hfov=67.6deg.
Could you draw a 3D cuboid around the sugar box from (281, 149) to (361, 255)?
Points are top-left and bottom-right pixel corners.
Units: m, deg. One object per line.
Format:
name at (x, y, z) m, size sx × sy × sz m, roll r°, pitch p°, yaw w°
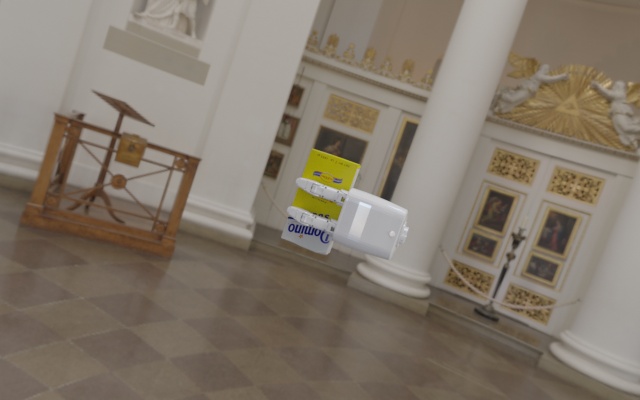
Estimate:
sugar box at (0.000, 0.003, 0.876) m, size 0.093 × 0.176 × 0.048 m, roll 20°, pitch 5°, yaw 11°
